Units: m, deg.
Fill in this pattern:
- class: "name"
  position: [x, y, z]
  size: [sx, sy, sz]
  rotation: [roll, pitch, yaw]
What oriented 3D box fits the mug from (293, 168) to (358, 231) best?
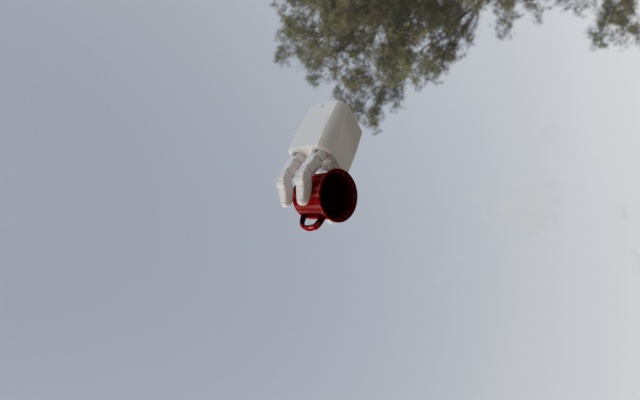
- class: "mug"
  position: [-0.001, 0.004, 0.836]
  size: [0.081, 0.117, 0.093]
  rotation: [-2, -34, 48]
